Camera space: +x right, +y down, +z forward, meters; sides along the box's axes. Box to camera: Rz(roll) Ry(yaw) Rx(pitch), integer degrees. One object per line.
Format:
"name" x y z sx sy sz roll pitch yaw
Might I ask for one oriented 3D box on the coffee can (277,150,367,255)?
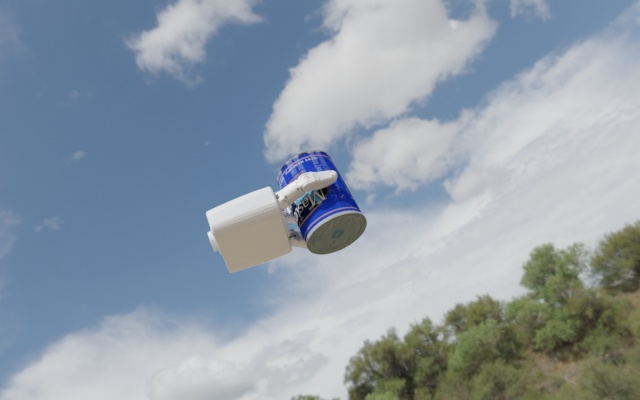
"coffee can" 0.000 0.003 0.783 0.103 0.140 0.103 -18 -34 -13
